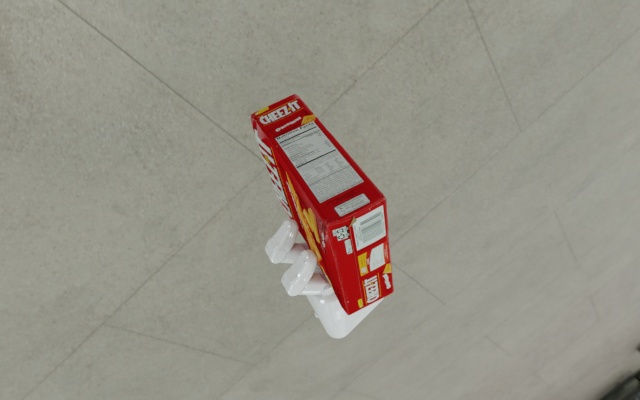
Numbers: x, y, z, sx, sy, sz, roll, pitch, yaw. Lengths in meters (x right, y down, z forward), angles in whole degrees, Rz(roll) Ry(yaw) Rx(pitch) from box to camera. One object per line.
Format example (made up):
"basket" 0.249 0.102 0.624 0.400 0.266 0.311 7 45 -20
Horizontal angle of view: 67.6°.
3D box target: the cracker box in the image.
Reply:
"cracker box" 0.000 0.002 0.560 0.072 0.164 0.213 -25 47 -11
